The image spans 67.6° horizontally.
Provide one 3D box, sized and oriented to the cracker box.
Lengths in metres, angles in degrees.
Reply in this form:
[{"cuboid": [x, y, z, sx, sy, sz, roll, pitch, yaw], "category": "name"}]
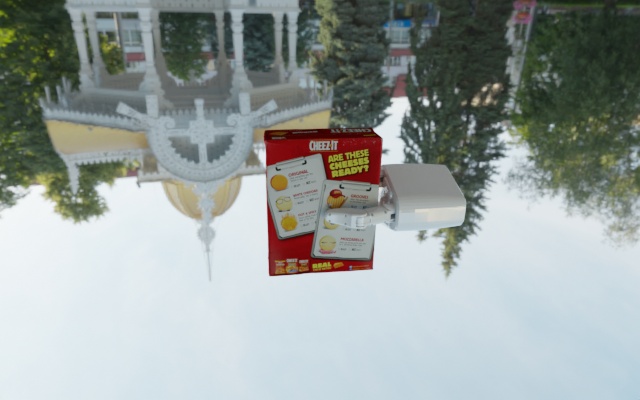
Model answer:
[{"cuboid": [0.000, 0.003, 0.714, 0.164, 0.214, 0.072, -3, 23, -8], "category": "cracker box"}]
